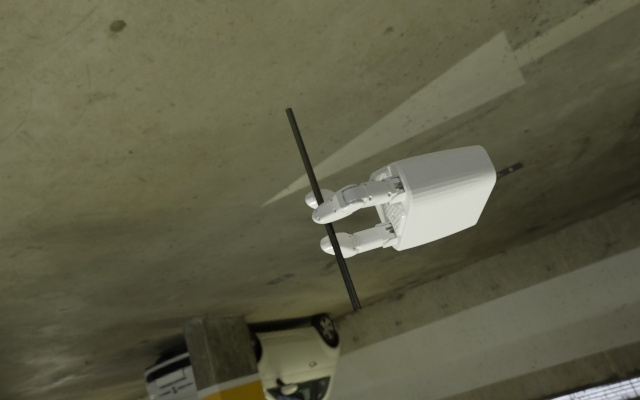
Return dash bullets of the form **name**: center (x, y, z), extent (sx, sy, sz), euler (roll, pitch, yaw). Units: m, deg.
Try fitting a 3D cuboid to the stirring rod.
- **stirring rod**: center (0.000, 0.002, 0.517), extent (0.011, 0.239, 0.011), euler (-17, -19, -6)
